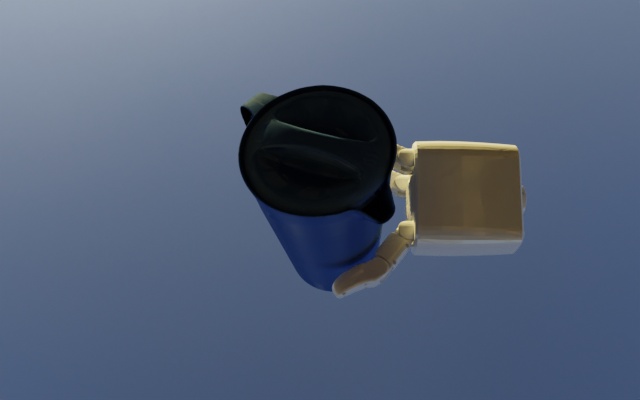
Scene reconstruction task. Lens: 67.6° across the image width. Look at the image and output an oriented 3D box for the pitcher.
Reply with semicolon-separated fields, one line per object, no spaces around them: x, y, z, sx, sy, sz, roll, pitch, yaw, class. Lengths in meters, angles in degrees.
0.000;0.002;0.501;0.145;0.149;0.243;-2;-28;4;pitcher
